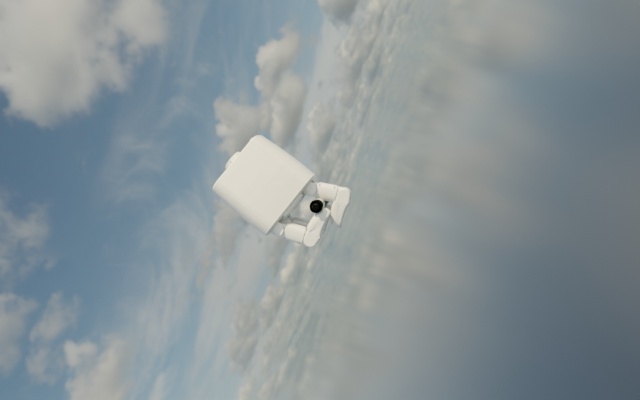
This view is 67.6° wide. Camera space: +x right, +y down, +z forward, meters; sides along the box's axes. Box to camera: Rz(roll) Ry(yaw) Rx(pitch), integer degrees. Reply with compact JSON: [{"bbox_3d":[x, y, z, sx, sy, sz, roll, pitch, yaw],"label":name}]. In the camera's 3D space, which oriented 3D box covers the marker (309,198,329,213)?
[{"bbox_3d":[0.000,0.002,0.720,0.020,0.020,0.121,0,7,7],"label":"marker"}]
